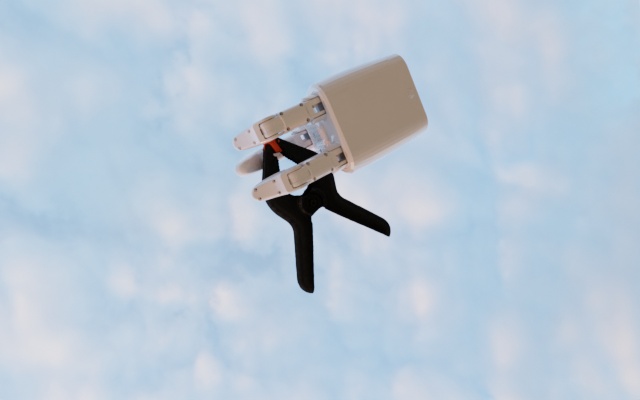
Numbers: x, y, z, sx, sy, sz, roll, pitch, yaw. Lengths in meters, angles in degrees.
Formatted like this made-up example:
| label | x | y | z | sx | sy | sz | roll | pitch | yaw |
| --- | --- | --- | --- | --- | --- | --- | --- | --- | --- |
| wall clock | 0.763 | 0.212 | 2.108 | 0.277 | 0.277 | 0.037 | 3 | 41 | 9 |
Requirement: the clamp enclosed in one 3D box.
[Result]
| label | x | y | z | sx | sy | sz | roll | pitch | yaw |
| --- | --- | --- | --- | --- | --- | --- | --- | --- | --- |
| clamp | 0.000 | 0.002 | 0.518 | 0.120 | 0.171 | 0.039 | -27 | 11 | -17 |
